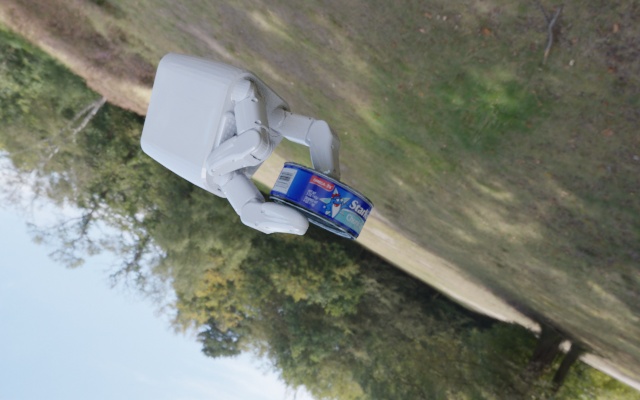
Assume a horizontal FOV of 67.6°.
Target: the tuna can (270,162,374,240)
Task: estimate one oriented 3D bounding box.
[{"bbox_3d":[0.000,0.002,0.411,0.086,0.033,0.086,26,-7,4],"label":"tuna can"}]
